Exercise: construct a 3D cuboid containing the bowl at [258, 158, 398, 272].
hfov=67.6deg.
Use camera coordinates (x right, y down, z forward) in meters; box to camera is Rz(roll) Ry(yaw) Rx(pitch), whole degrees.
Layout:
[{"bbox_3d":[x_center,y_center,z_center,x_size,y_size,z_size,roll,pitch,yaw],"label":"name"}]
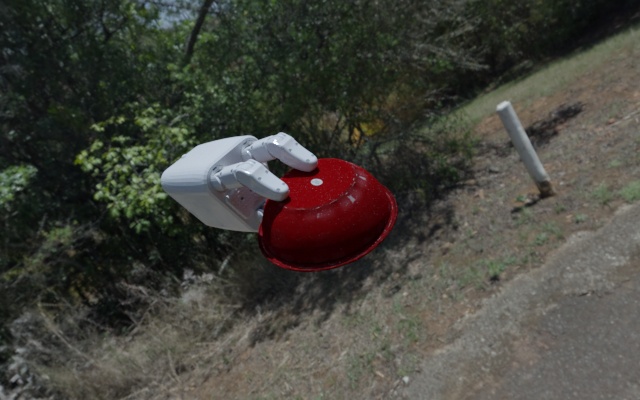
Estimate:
[{"bbox_3d":[0.001,0.001,0.522,0.162,0.055,0.162,-11,36,8],"label":"bowl"}]
